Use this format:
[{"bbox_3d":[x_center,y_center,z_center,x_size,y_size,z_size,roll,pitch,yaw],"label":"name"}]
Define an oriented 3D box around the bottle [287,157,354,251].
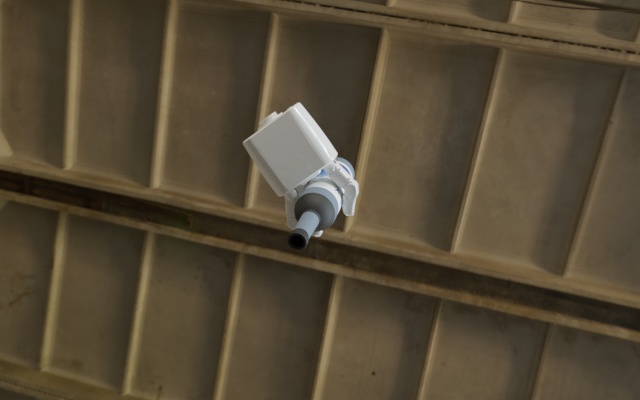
[{"bbox_3d":[0.000,0.003,0.775,0.069,0.069,0.295,0,21,13],"label":"bottle"}]
